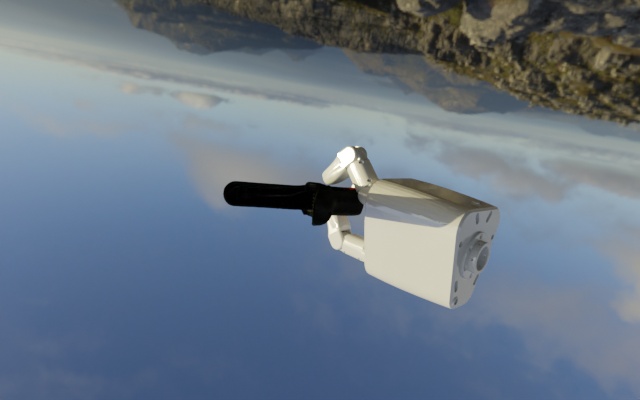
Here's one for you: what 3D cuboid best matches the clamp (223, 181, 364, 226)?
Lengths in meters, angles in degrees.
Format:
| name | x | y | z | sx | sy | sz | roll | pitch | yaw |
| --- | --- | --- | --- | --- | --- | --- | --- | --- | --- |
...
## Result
| name | x | y | z | sx | sy | sz | roll | pitch | yaw |
| --- | --- | --- | --- | --- | --- | --- | --- | --- | --- |
| clamp | 0.000 | 0.002 | 0.496 | 0.120 | 0.039 | 0.171 | 21 | 16 | 40 |
